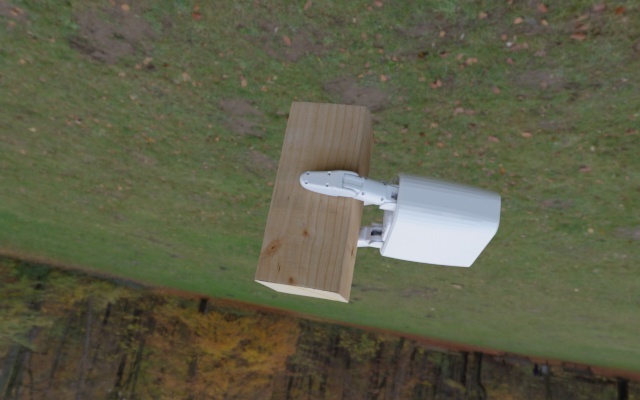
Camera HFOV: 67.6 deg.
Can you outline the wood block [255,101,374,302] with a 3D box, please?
[{"bbox_3d":[0.000,0.002,0.544,0.090,0.206,0.091,7,-16,13],"label":"wood block"}]
